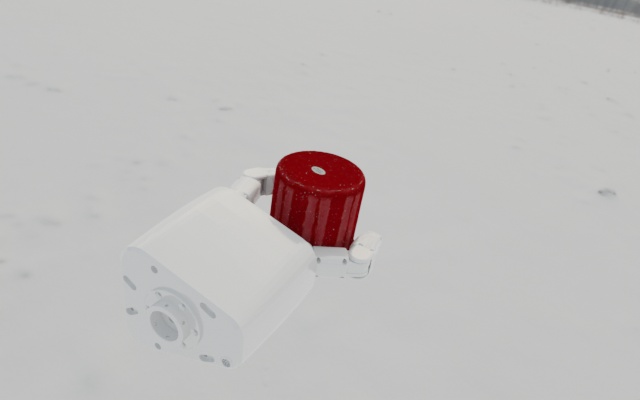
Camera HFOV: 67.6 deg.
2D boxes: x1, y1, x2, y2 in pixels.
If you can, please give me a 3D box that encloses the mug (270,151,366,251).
[{"bbox_3d":[0.001,0.001,0.452,0.093,0.081,0.117,20,32,17],"label":"mug"}]
